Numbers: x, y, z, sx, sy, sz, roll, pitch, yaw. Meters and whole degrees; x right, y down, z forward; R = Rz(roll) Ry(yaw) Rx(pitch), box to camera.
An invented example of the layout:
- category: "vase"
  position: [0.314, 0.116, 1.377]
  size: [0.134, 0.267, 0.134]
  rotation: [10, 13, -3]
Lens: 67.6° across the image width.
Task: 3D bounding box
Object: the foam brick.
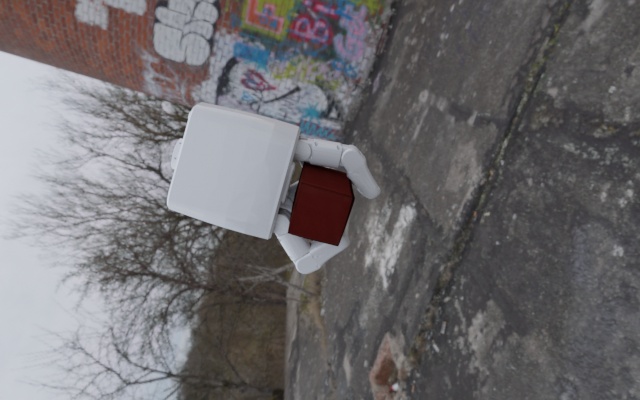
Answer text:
- category: "foam brick"
  position: [0.000, 0.002, 0.468]
  size: [0.051, 0.053, 0.078]
  rotation: [15, 18, -5]
